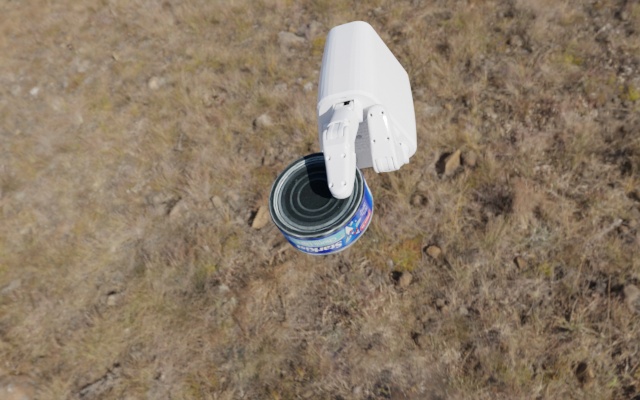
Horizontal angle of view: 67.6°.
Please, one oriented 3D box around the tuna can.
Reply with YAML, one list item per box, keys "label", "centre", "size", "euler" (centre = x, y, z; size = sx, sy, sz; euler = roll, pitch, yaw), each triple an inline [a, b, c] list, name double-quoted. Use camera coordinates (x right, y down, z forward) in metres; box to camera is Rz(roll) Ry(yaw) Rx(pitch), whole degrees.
- label: "tuna can"
  centre: [0.000, 0.001, 0.407]
  size: [0.086, 0.086, 0.034]
  euler: [0, -30, 20]
